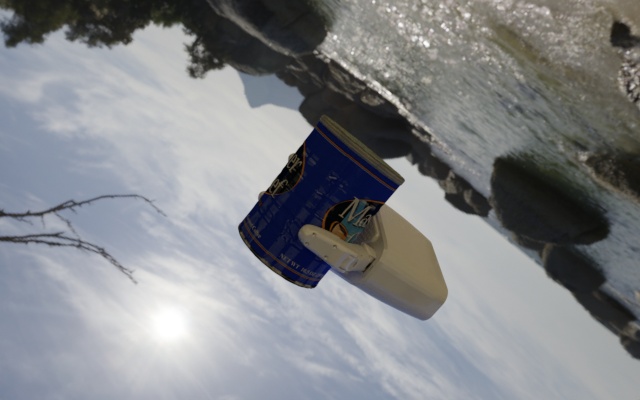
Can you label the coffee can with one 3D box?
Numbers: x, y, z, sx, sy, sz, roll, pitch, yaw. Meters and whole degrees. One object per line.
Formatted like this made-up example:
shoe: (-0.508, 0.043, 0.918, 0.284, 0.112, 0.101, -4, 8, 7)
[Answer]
coffee can: (0.000, 0.001, 0.477, 0.103, 0.140, 0.102, 37, 10, -8)
